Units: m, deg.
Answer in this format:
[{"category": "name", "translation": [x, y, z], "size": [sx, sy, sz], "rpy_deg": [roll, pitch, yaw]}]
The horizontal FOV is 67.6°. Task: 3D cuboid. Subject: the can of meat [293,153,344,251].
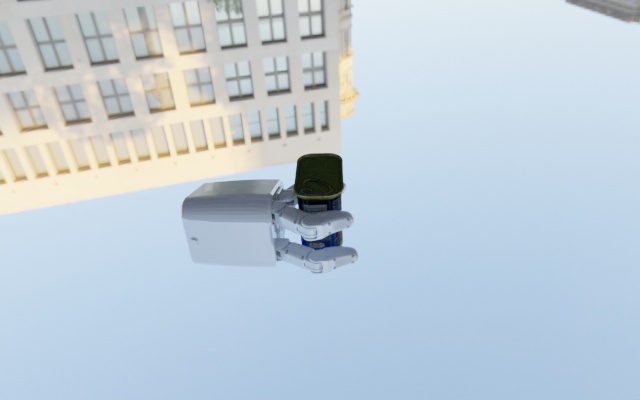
[{"category": "can of meat", "translation": [0.000, 0.002, 0.590], "size": [0.057, 0.084, 0.102], "rpy_deg": [-2, 33, 2]}]
